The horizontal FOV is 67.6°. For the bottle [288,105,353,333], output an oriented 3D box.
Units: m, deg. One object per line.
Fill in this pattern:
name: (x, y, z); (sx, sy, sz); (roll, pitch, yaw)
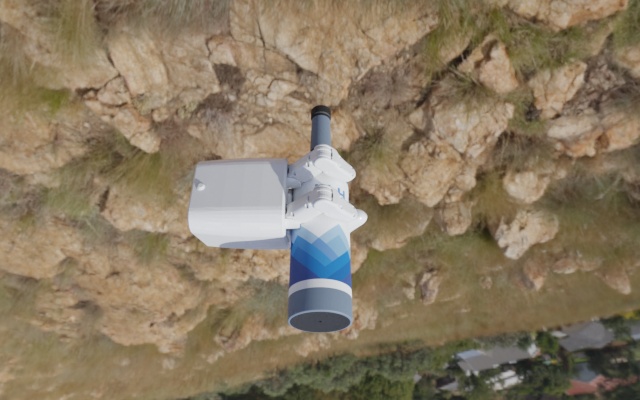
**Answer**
bottle: (0.000, 0.002, 0.567); (0.069, 0.295, 0.069); (0, -34, 0)
